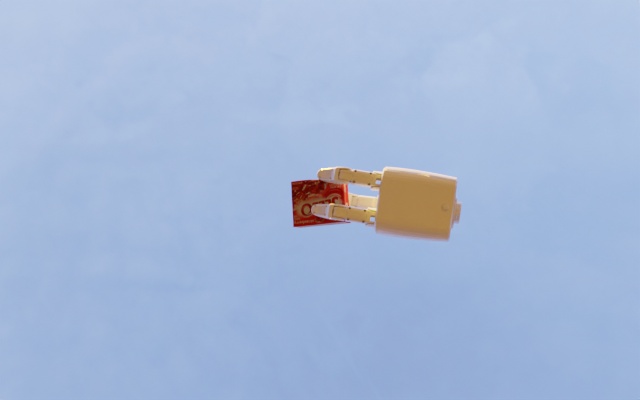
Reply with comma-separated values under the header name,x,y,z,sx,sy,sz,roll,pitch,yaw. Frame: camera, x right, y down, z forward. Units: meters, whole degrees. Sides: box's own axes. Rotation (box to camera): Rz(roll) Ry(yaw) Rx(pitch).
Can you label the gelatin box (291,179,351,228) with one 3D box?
name,x,y,z,sx,sy,sz,roll,pitch,yaw
gelatin box,0.000,0.003,0.744,0.089,0.073,0.030,-6,-8,19
